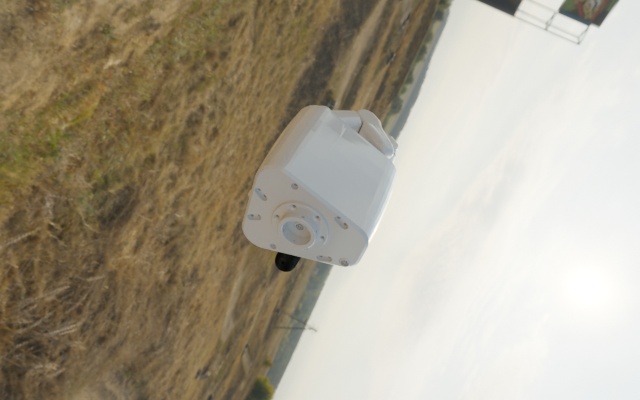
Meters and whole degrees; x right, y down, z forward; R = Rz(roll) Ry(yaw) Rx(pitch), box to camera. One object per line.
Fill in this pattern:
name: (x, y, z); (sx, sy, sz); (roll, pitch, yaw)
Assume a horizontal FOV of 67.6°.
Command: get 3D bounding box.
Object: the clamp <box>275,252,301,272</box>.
clamp: (0.001, 0.002, 0.532); (0.039, 0.172, 0.120); (25, 40, 3)
